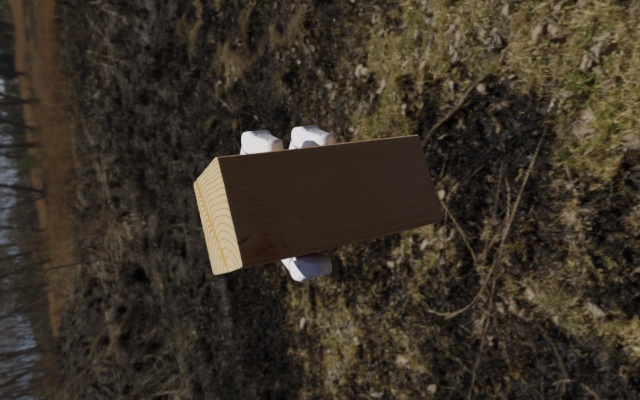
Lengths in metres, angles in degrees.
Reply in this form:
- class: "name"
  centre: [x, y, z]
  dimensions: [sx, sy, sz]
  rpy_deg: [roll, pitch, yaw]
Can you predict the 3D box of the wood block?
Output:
- class: "wood block"
  centre: [0.000, 0.002, 0.452]
  dimensions: [0.206, 0.091, 0.090]
  rpy_deg: [-10, -7, -29]
